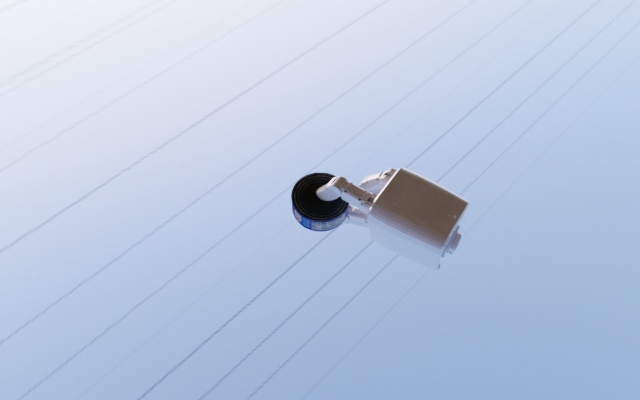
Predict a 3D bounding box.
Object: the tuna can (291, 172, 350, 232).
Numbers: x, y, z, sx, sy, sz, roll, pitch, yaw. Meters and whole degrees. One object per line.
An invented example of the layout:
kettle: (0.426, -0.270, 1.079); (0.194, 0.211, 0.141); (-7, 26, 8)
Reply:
tuna can: (0.000, 0.003, 0.701); (0.086, 0.086, 0.034); (0, -34, -2)
